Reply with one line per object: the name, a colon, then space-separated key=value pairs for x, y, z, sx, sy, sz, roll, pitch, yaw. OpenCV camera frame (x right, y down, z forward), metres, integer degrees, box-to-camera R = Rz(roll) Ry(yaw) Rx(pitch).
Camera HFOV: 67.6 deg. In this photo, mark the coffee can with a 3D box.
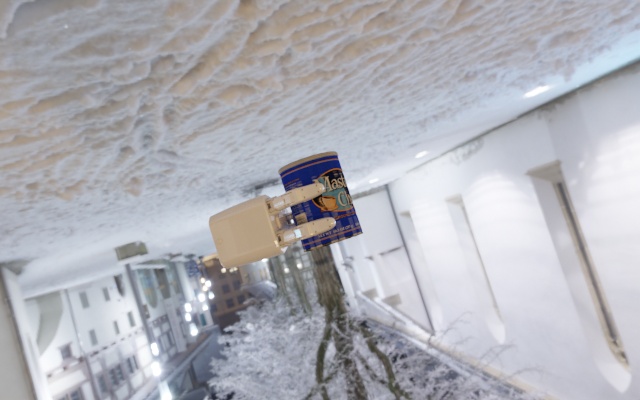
coffee can: x=0.000 y=0.002 z=0.782 sx=0.103 sy=0.140 sz=0.103 roll=-18 pitch=-4 yaw=-1
